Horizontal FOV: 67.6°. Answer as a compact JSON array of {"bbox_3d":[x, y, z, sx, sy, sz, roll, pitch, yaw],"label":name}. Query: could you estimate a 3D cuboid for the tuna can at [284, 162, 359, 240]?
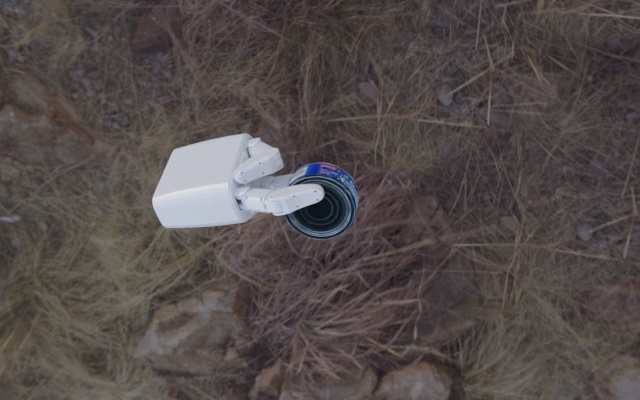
[{"bbox_3d":[0.000,0.002,0.545,0.086,0.086,0.033,0,29,10],"label":"tuna can"}]
